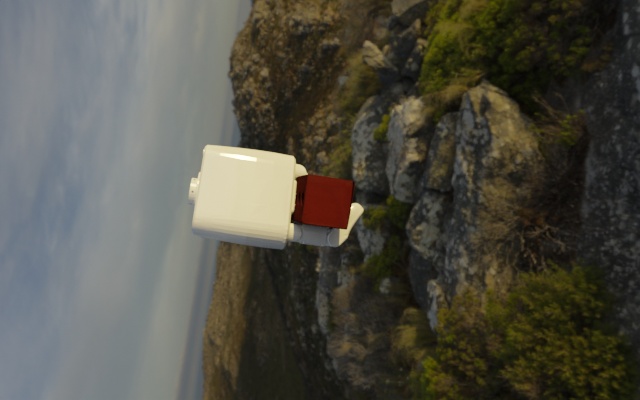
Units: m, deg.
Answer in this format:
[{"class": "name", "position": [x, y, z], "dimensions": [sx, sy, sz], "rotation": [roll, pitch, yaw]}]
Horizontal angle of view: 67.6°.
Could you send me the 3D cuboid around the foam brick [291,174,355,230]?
[{"class": "foam brick", "position": [0.000, 0.002, 0.528], "dimensions": [0.051, 0.053, 0.078], "rotation": [9, -2, -12]}]
